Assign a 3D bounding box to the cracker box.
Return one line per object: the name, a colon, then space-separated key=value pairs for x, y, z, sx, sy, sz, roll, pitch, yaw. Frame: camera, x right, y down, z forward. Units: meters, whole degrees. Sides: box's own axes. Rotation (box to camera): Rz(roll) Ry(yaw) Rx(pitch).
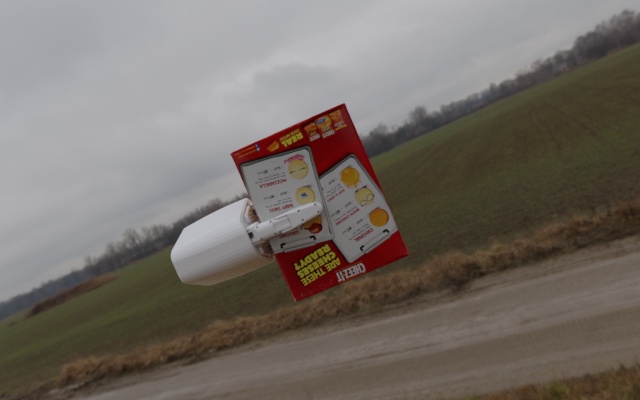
cracker box: x=0.000 y=0.002 z=0.642 sx=0.164 sy=0.214 sz=0.072 roll=-23 pitch=3 yaw=5
